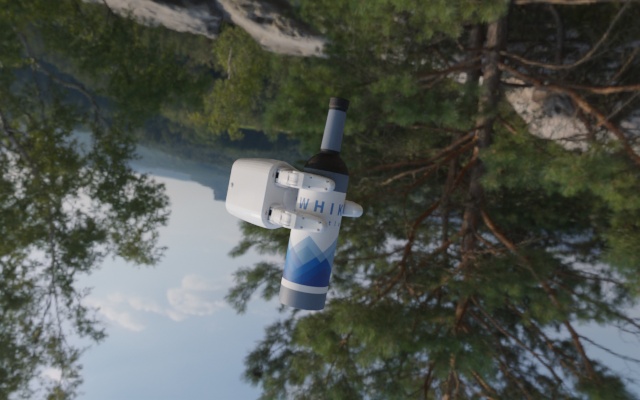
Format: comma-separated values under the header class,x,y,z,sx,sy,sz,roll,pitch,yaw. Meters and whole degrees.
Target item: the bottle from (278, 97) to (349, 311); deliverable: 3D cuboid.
class,x,y,z,sx,sy,sz,roll,pitch,yaw
bottle,0.000,0.002,0.675,0.069,0.296,0.069,11,2,0
